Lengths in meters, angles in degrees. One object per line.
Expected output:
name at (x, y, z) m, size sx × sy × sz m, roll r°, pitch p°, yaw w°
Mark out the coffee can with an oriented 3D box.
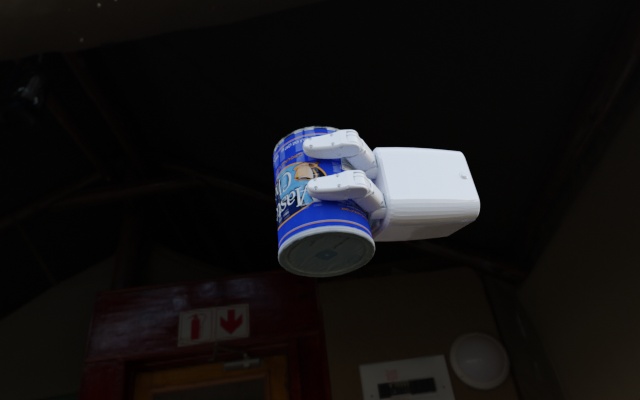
coffee can at (0.000, 0.002, 0.542) m, size 0.103 × 0.140 × 0.103 m, roll -5°, pitch -34°, yaw -3°
